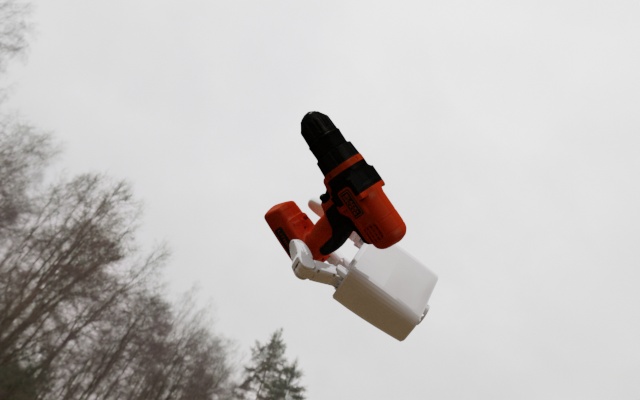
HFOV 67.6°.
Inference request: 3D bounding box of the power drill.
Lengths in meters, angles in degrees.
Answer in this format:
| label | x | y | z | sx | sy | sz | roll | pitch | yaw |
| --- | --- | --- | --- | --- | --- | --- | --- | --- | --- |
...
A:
| label | x | y | z | sx | sy | sz | roll | pitch | yaw |
| --- | --- | --- | --- | --- | --- | --- | --- | --- | --- |
| power drill | 0.000 | 0.002 | 0.609 | 0.057 | 0.184 | 0.188 | -29 | -6 | -40 |
